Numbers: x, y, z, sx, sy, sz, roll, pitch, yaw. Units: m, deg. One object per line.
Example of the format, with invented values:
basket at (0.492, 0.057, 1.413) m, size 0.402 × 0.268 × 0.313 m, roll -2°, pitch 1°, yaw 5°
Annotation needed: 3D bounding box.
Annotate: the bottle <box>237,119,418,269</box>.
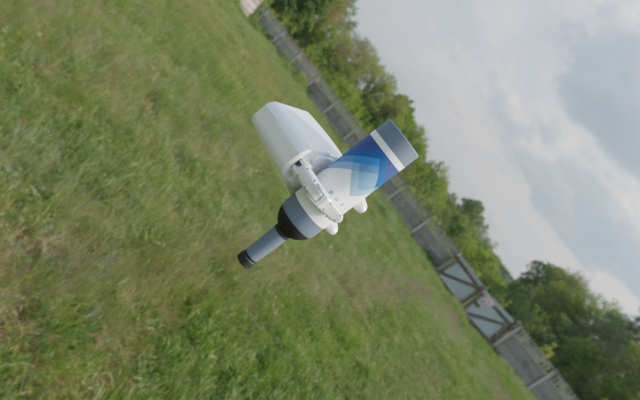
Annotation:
bottle at (0.000, 0.002, 0.681) m, size 0.296 × 0.069 × 0.069 m, roll -38°, pitch -8°, yaw 10°
